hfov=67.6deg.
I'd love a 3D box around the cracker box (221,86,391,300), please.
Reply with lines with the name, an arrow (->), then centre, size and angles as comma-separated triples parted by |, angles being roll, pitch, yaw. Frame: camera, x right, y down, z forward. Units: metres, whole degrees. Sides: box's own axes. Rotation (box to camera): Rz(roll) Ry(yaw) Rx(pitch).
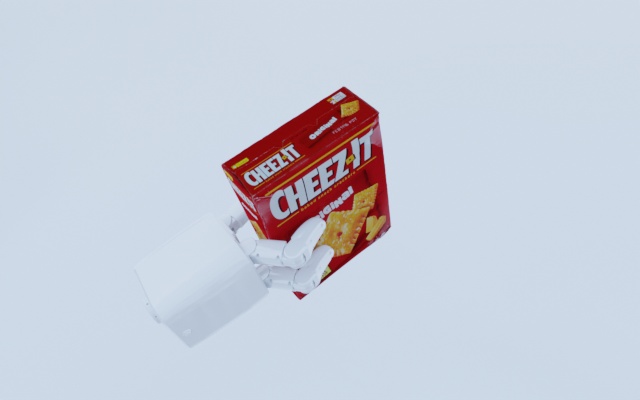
cracker box -> 0.000, 0.002, 0.564 | 0.164, 0.214, 0.072 | -36, 54, -16
